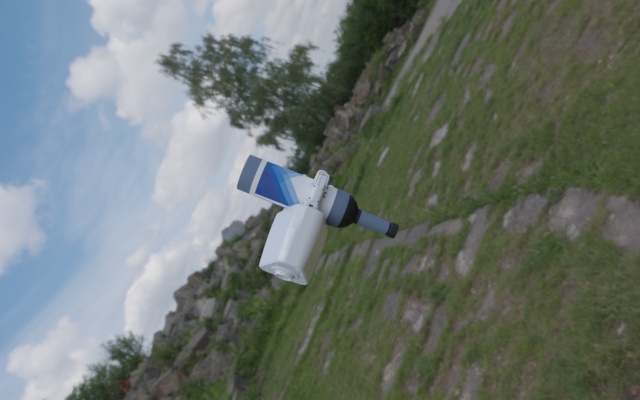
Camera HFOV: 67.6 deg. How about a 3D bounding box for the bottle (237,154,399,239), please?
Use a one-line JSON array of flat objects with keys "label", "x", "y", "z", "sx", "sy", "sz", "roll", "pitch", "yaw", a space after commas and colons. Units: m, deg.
[{"label": "bottle", "x": 0.000, "y": 0.003, "z": 0.856, "sx": 0.296, "sy": 0.069, "sz": 0.069, "roll": 22, "pitch": -2, "yaw": -4}]
